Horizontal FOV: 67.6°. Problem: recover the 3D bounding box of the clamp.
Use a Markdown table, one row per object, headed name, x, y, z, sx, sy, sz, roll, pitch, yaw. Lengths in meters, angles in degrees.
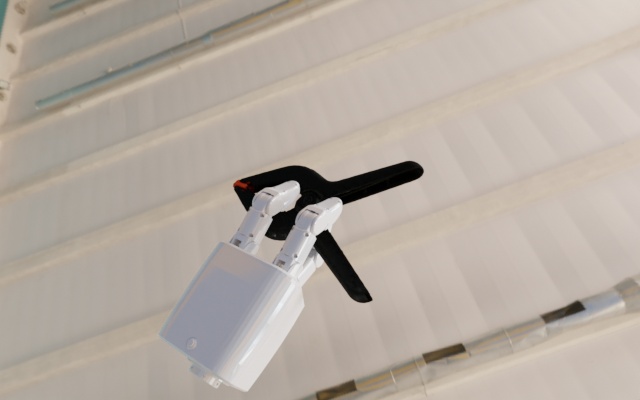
| name | x | y | z | sx | sy | sz | roll | pitch | yaw |
| --- | --- | --- | --- | --- | --- | --- | --- | --- | --- |
| clamp | 0.000 | 0.002 | 0.525 | 0.210 | 0.164 | 0.036 | 21 | -25 | 29 |
